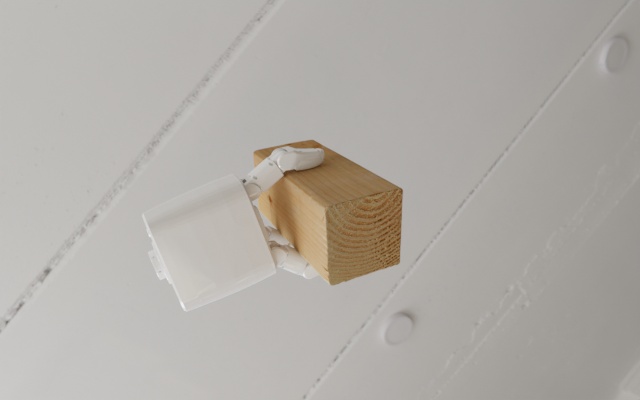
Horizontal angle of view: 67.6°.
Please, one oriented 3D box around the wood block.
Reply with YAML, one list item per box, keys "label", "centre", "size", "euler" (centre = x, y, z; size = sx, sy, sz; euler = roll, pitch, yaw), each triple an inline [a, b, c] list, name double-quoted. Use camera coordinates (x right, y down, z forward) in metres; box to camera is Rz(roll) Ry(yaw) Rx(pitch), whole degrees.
- label: "wood block"
  centre: [0.000, 0.002, 0.561]
  size: [0.090, 0.091, 0.206]
  euler: [-14, 26, -23]
